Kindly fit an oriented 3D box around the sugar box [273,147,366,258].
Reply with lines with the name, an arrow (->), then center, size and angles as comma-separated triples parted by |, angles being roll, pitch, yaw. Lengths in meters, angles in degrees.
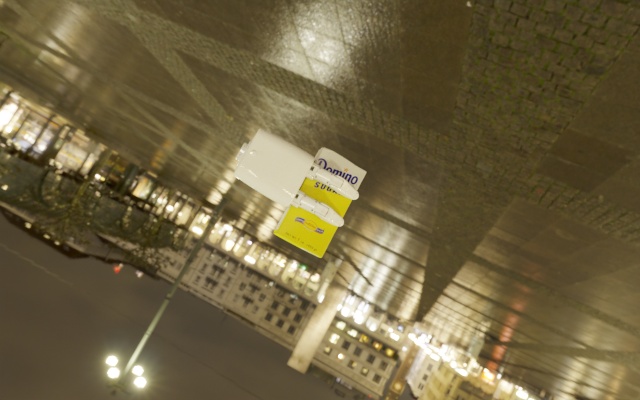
sugar box -> 0.000, 0.003, 0.845 | 0.093, 0.176, 0.048 | 30, -8, -11
